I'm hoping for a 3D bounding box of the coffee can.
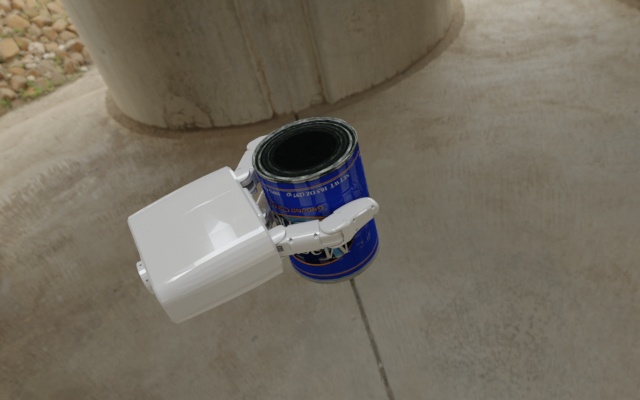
[{"bbox_3d":[0.000,0.002,0.489,0.103,0.140,0.102,-10,39,8],"label":"coffee can"}]
